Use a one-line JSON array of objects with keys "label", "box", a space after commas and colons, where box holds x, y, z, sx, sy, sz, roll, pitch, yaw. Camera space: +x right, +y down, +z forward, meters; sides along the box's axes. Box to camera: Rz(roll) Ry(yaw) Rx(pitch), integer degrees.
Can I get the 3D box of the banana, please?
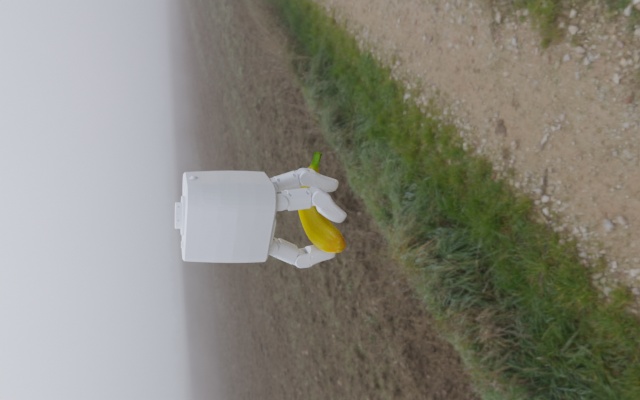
[{"label": "banana", "box": [-0.006, 0.014, 0.678, 0.037, 0.070, 0.197, 5, 41, -19]}]
